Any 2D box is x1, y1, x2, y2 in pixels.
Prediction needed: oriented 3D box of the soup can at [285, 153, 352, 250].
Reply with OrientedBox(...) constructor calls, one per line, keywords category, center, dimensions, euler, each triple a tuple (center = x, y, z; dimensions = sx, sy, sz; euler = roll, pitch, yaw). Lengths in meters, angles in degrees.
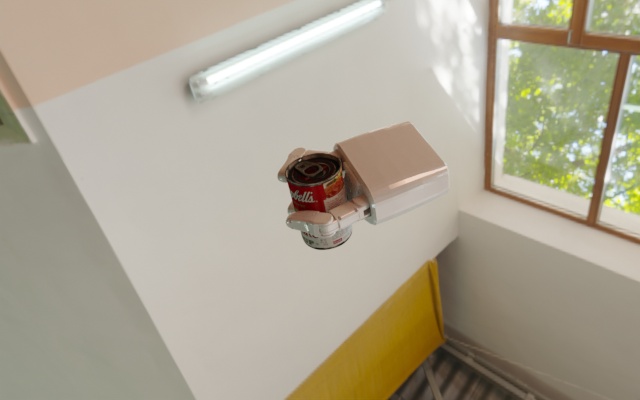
OrientedBox(category="soup can", center=(0.000, 0.002, 0.589), dimensions=(0.068, 0.102, 0.068), euler=(-8, 36, 6))
